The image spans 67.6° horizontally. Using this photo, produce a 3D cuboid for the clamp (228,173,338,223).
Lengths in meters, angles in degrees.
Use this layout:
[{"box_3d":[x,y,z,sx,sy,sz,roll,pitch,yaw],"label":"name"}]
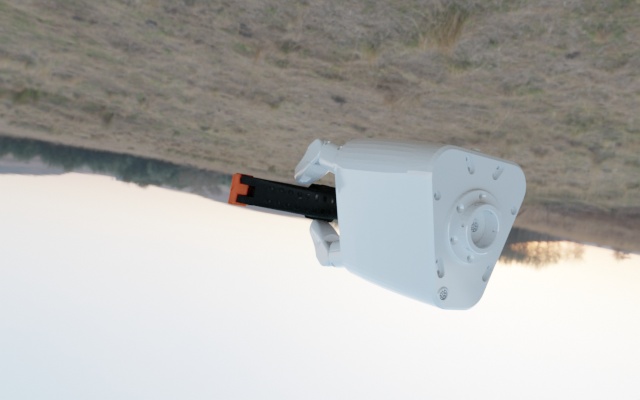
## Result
[{"box_3d":[0.000,0.002,0.493,0.210,0.036,0.164,9,2,-30],"label":"clamp"}]
